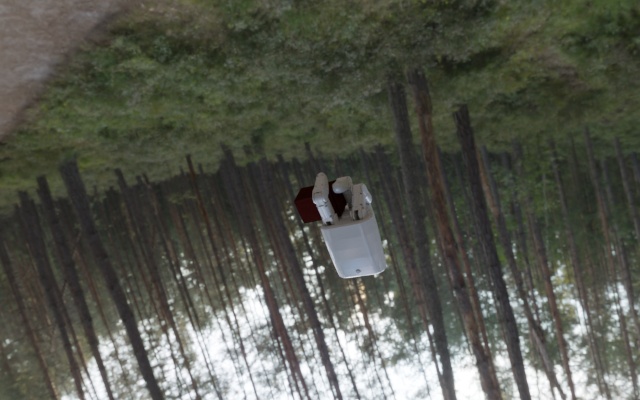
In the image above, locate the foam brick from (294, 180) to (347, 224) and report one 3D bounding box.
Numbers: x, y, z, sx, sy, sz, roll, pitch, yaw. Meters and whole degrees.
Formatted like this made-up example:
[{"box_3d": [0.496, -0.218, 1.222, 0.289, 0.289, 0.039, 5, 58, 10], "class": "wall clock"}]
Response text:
[{"box_3d": [0.000, 0.003, 0.880, 0.078, 0.051, 0.053, -12, 26, 24], "class": "foam brick"}]
